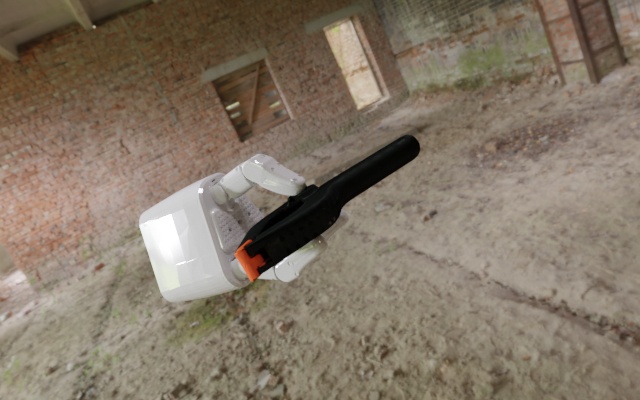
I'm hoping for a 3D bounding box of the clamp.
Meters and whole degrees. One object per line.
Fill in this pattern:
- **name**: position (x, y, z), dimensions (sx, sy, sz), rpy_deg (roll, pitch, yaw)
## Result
- **clamp**: position (-0.001, 0.001, 0.441), dimensions (0.164, 0.036, 0.210), rpy_deg (-24, 12, 32)
